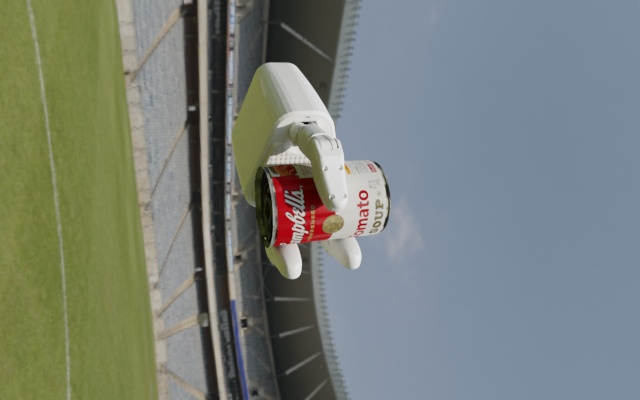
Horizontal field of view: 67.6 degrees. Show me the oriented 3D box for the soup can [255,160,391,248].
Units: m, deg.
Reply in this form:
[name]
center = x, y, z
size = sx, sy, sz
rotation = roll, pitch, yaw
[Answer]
[soup can]
center = 0.001, 0.002, 0.410
size = 0.102, 0.068, 0.068
rotation = -5, 2, -19
